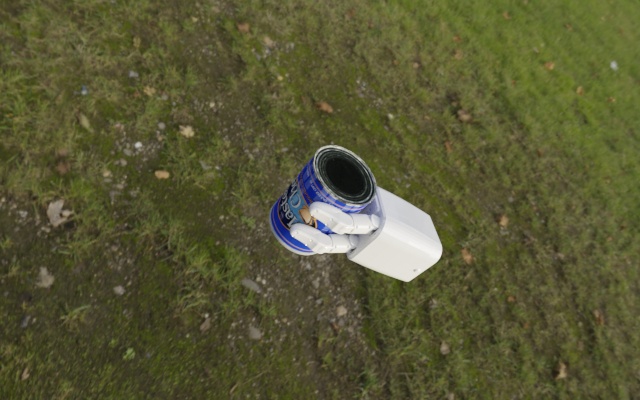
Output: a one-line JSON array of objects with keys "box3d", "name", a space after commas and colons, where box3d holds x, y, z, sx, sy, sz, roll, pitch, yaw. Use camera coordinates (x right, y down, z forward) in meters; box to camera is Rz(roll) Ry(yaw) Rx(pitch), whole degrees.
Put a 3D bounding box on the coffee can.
[{"box3d": [0.000, 0.002, 0.699, 0.103, 0.102, 0.140, 0, -33, -36], "name": "coffee can"}]
